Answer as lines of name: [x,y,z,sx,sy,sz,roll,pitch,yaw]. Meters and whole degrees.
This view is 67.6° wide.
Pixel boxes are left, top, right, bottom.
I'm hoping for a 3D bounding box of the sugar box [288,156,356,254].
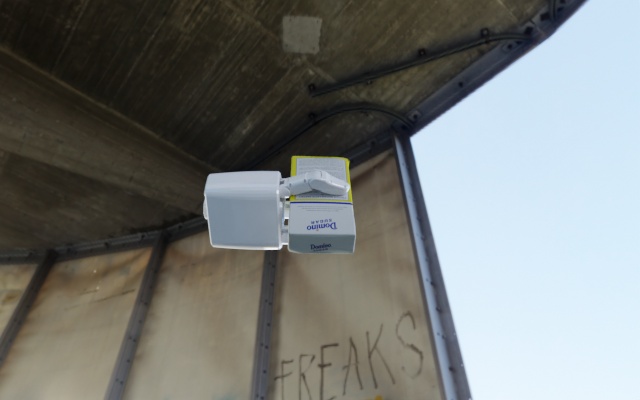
sugar box: [0.000,0.003,0.711,0.093,0.048,0.176,2,44,-2]
